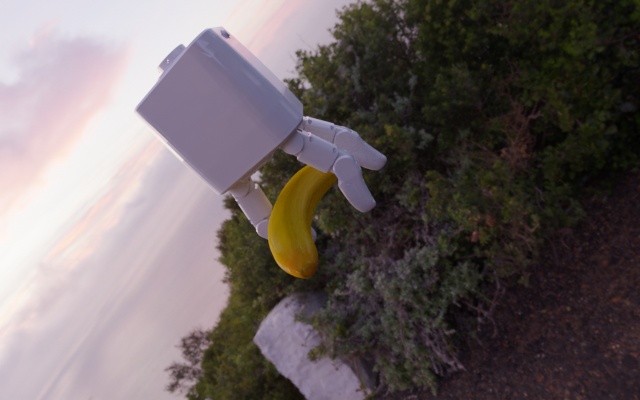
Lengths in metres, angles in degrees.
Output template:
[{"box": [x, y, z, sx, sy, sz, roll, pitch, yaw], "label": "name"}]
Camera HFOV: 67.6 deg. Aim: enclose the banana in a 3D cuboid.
[{"box": [-0.014, 0.007, 0.435, 0.069, 0.037, 0.197, -26, 22, 29], "label": "banana"}]
